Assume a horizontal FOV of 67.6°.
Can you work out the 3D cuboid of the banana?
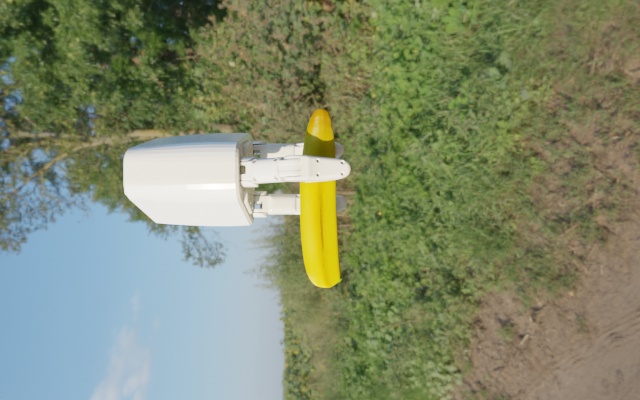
[{"bbox_3d":[-0.001,0.012,0.477,0.037,0.198,0.069,-2,21,4],"label":"banana"}]
